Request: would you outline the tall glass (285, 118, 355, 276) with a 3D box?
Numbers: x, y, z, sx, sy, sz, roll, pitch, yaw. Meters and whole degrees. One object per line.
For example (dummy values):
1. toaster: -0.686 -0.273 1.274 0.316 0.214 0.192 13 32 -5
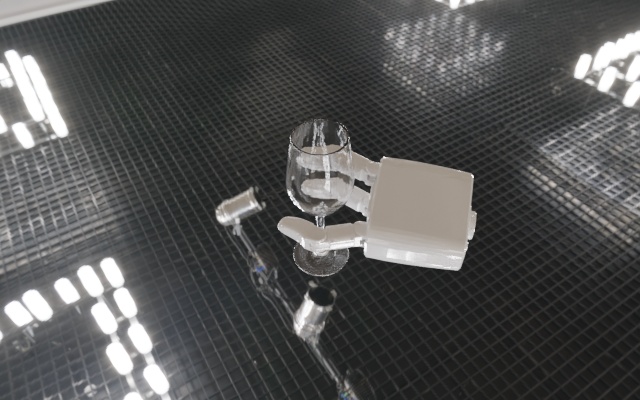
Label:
1. tall glass: 0.000 0.002 0.566 0.079 0.079 0.201 0 -44 1
